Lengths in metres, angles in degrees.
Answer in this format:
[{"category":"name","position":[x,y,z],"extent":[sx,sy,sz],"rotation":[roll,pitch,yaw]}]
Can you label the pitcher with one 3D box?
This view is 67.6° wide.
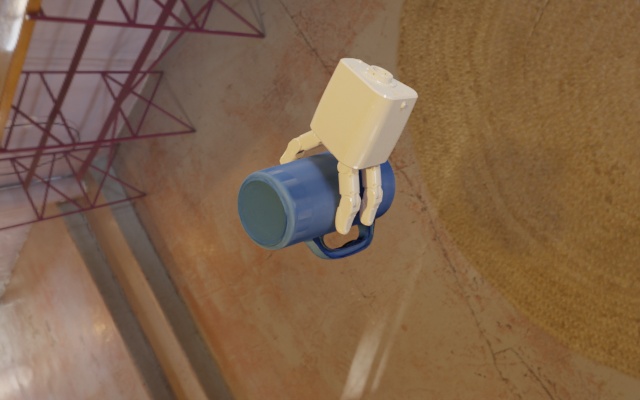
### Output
[{"category":"pitcher","position":[0.000,0.002,0.715],"extent":[0.149,0.145,0.243],"rotation":[43,35,23]}]
